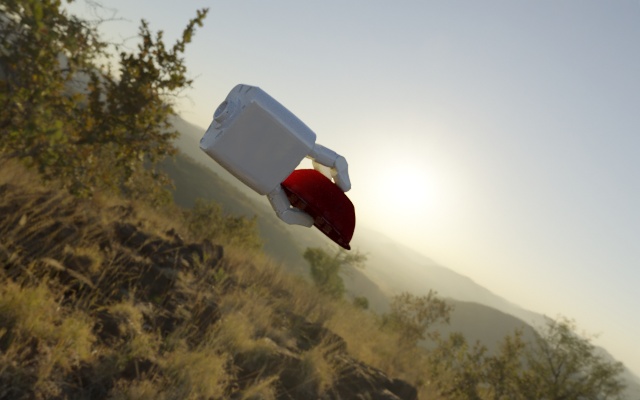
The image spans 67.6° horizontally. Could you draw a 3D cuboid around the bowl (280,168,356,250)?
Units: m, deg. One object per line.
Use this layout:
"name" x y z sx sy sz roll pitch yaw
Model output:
"bowl" 0.001 0.003 0.717 0.162 0.055 0.162 41 -9 7
